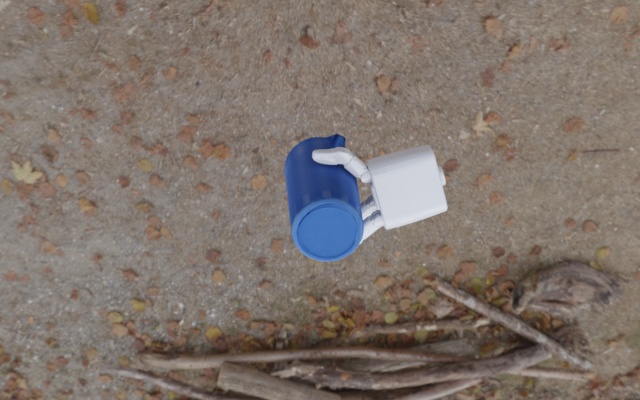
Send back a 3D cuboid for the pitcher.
[{"bbox_3d":[0.000,0.003,0.802,0.145,0.149,0.242,-16,27,5],"label":"pitcher"}]
